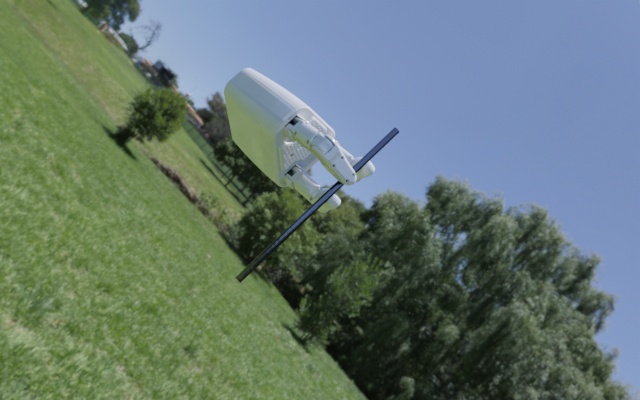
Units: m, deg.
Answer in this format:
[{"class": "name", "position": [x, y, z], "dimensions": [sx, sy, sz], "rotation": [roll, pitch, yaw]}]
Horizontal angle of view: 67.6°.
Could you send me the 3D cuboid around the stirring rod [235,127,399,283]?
[{"class": "stirring rod", "position": [0.000, 0.002, 0.518], "dimensions": [0.239, 0.011, 0.011], "rotation": [-43, 9, -10]}]
